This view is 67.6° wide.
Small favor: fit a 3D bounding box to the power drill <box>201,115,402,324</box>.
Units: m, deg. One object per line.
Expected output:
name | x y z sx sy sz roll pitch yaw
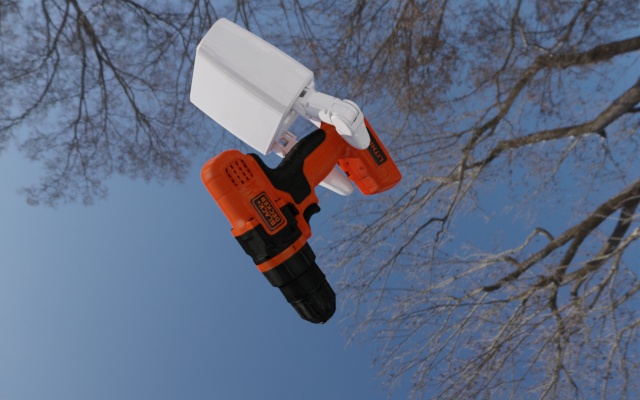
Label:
power drill | 0.000 0.001 0.478 0.187 0.184 0.057 -39 10 -35
